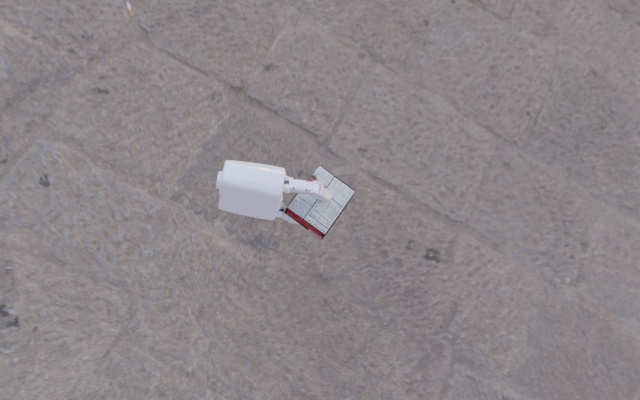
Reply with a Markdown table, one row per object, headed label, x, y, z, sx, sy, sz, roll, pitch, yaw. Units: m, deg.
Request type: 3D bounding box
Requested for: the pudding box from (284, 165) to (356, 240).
| label | x | y | z | sx | sy | sz | roll | pitch | yaw |
| --- | --- | --- | --- | --- | --- | --- | --- | --- | --- |
| pudding box | 0.000 | 0.003 | 0.894 | 0.090 | 0.113 | 0.039 | 36 | -19 | 0 |
